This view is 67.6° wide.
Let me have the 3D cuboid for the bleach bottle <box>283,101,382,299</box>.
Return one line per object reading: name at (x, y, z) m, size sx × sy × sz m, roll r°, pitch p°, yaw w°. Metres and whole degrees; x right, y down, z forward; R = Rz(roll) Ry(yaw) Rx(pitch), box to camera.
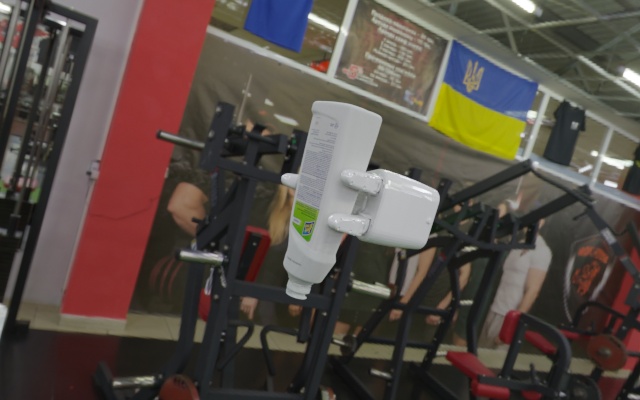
bleach bottle at (0.000, 0.002, 0.620) m, size 0.068 × 0.251 × 0.102 m, roll 14°, pitch 5°, yaw -32°
